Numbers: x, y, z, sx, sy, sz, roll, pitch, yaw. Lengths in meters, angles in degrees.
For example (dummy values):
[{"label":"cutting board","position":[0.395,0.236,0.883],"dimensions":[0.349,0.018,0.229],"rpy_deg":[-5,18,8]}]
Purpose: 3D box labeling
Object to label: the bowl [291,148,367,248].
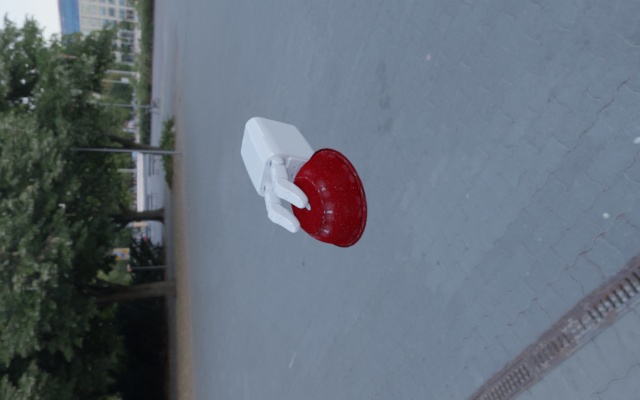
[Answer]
[{"label":"bowl","position":[0.001,0.003,0.740],"dimensions":[0.055,0.162,0.162],"rpy_deg":[-16,9,-34]}]
